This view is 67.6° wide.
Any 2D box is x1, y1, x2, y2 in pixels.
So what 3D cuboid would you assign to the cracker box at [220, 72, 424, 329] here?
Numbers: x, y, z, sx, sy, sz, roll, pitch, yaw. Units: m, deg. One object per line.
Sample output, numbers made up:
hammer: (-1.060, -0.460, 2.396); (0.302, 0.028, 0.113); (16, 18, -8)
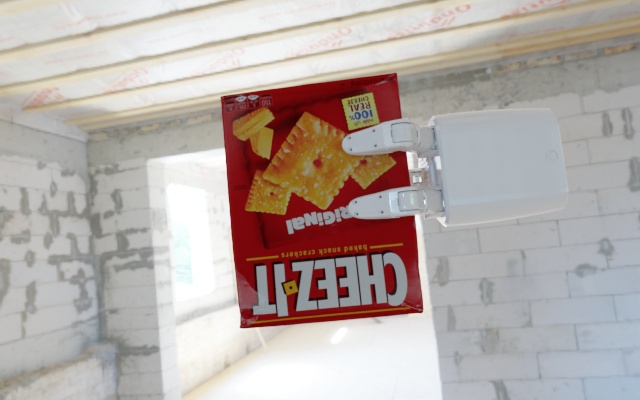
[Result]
cracker box: (0.000, 0.001, 0.444); (0.164, 0.213, 0.072); (-6, -5, 3)
